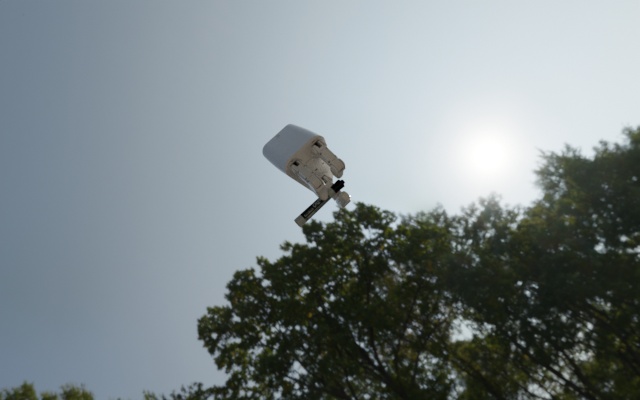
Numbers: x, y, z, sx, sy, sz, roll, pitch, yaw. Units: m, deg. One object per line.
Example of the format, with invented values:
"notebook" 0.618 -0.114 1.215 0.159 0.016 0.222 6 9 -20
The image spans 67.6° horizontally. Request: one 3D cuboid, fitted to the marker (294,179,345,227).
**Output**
"marker" 0.000 0.003 0.896 0.121 0.020 0.020 -43 10 -11
